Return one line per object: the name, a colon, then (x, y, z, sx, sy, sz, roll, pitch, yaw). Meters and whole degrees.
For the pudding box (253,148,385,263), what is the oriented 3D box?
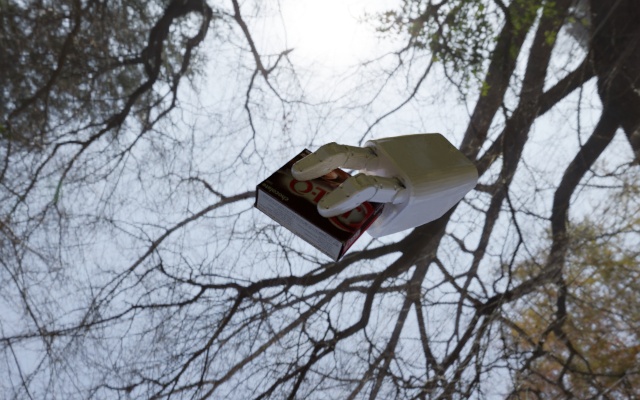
pudding box: (0.000, 0.002, 0.509, 0.113, 0.039, 0.090, 30, 45, 18)
